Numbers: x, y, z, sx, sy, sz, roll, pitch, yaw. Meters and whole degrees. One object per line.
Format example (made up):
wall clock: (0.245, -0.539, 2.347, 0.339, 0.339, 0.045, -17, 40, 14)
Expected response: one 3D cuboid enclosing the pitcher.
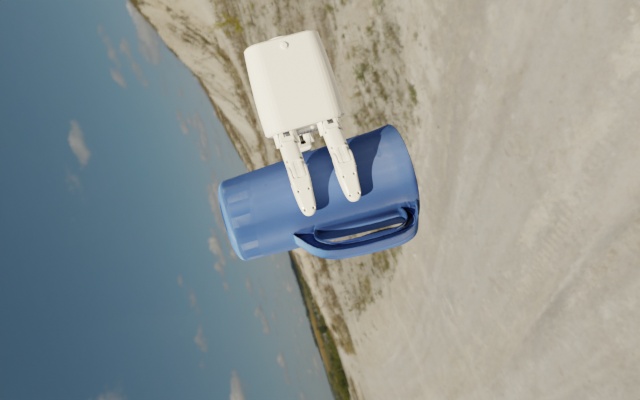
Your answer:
pitcher: (0.000, 0.002, 0.617, 0.243, 0.145, 0.149, -16, 4, -5)
